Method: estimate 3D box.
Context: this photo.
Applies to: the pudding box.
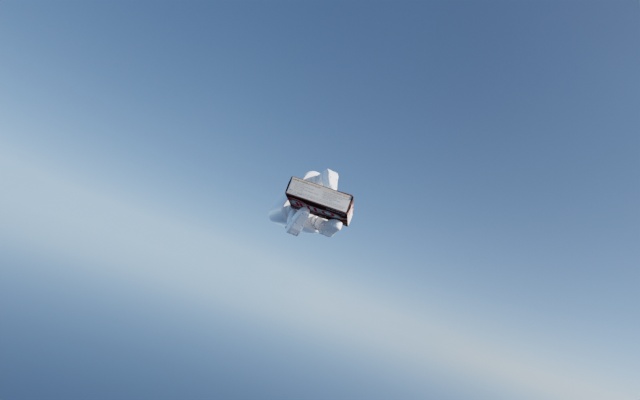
[{"bbox_3d":[0.000,0.003,0.822,0.113,0.039,0.090,16,-13,8],"label":"pudding box"}]
